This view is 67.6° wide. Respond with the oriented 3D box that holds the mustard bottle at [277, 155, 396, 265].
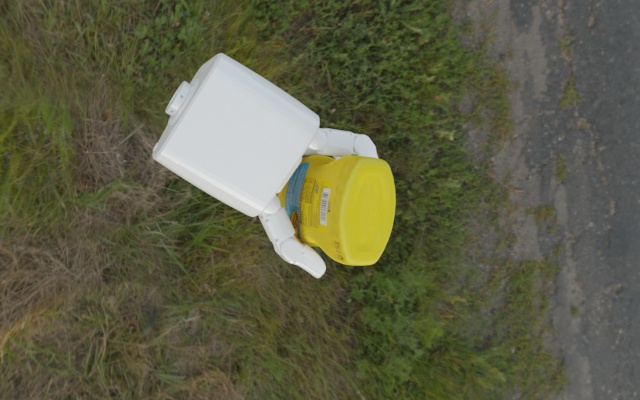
[{"bbox_3d":[0.000,0.002,0.493,0.058,0.096,0.191,3,4,-26],"label":"mustard bottle"}]
